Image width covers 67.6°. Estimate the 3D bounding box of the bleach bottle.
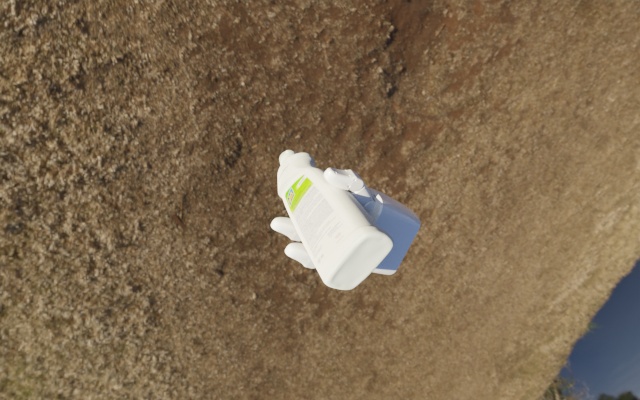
[{"bbox_3d":[0.000,0.002,0.674,0.068,0.102,0.250,21,26,-40],"label":"bleach bottle"}]
